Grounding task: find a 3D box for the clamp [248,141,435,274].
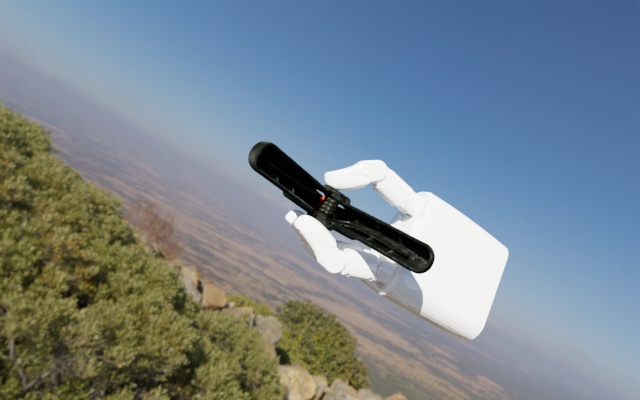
[{"bbox_3d":[0.001,0.001,0.447,0.164,0.036,0.210,34,-4,-12],"label":"clamp"}]
